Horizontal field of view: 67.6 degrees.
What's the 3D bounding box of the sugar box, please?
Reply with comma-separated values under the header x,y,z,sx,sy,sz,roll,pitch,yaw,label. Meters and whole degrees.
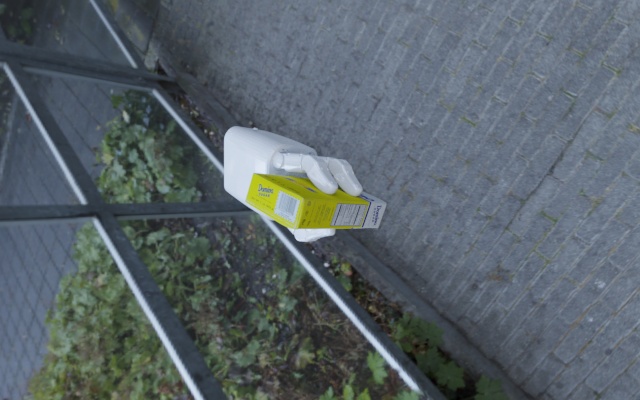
x,y,z,sx,sy,sz,roll,pitch,yaw,label
0.000,0.001,0.624,0.093,0.048,0.176,27,18,36,sugar box
